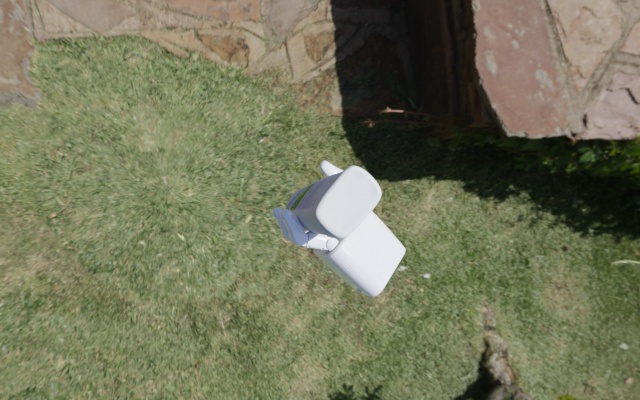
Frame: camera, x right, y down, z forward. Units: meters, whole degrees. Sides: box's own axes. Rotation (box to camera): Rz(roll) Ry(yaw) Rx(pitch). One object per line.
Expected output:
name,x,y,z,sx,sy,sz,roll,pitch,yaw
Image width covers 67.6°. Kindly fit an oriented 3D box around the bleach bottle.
bleach bottle,0.000,0.003,0.762,0.068,0.102,0.251,44,-12,-13
